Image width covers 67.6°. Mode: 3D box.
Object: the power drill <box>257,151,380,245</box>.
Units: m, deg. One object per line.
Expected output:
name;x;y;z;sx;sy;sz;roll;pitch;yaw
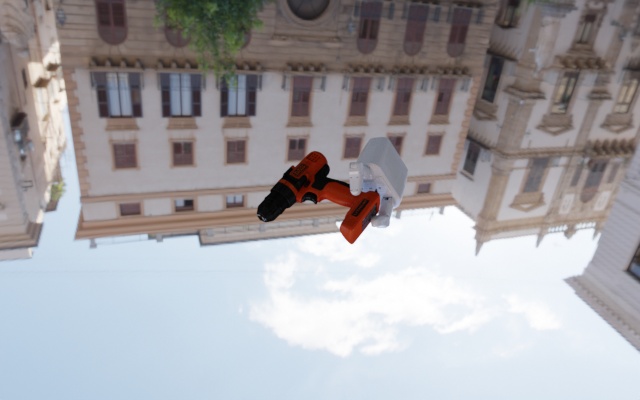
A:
power drill;0.001;0.003;0.878;0.187;0.184;0.057;30;-28;23
